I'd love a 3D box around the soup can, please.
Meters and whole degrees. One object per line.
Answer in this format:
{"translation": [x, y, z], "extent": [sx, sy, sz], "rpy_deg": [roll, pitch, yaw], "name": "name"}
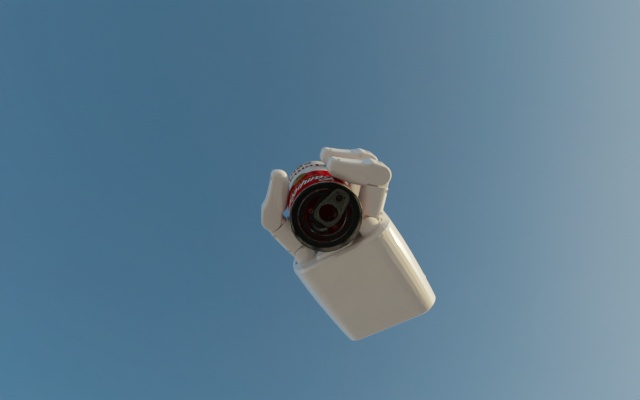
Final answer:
{"translation": [0.000, 0.001, 0.483], "extent": [0.068, 0.068, 0.102], "rpy_deg": [0, 16, -7], "name": "soup can"}
